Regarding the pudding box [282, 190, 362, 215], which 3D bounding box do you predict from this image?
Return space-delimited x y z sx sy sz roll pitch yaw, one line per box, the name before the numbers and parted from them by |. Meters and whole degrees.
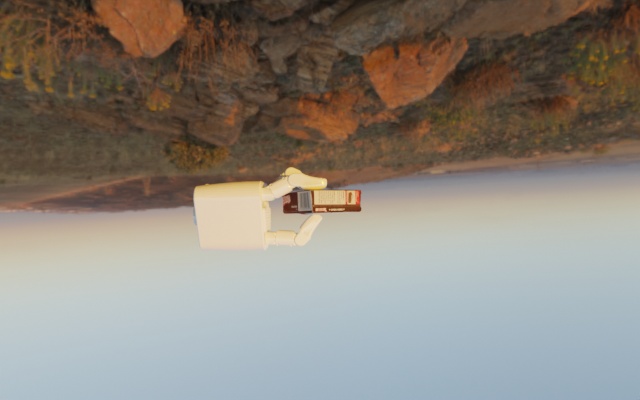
pudding box | 0.000 0.003 0.771 0.090 0.039 0.113 -2 0 -27
